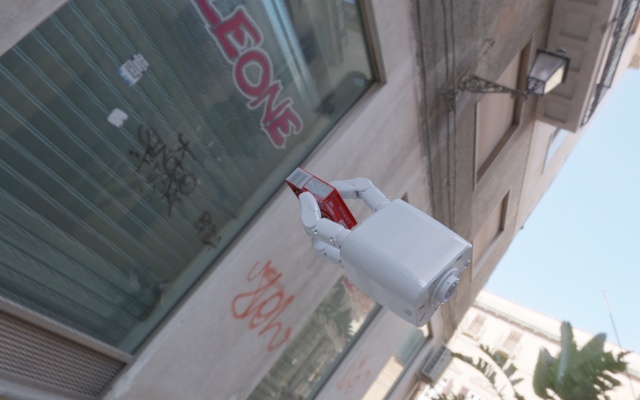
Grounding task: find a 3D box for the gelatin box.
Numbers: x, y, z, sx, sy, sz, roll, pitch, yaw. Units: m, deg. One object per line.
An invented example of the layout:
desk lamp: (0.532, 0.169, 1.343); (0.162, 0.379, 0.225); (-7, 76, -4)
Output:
gelatin box: (0.000, 0.002, 0.641); (0.089, 0.030, 0.073); (32, -19, 45)
